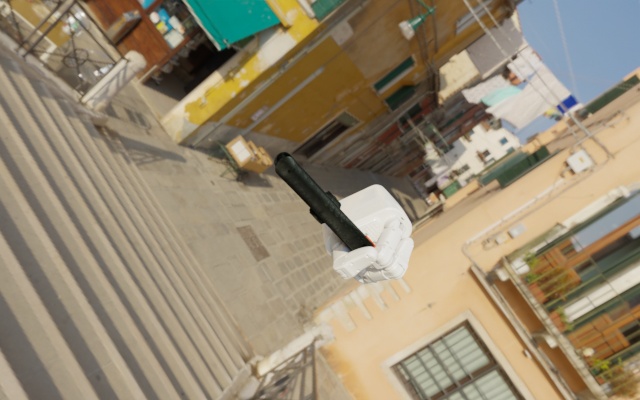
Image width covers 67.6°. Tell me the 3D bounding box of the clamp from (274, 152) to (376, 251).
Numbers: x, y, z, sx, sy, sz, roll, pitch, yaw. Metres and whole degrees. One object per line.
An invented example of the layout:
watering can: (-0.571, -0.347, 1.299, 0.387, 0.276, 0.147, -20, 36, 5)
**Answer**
clamp: (0.001, 0.002, 0.596, 0.039, 0.171, 0.120, -39, 19, 6)
